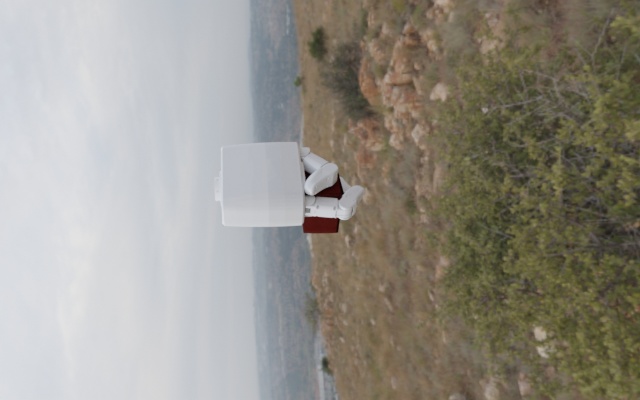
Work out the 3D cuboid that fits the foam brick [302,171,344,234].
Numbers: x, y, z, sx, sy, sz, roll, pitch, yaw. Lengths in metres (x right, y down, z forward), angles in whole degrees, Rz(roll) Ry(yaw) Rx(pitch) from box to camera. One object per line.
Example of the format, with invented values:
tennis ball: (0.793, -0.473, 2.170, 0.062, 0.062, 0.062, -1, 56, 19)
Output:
foam brick: (0.000, 0.002, 0.676, 0.051, 0.078, 0.053, -2, 42, -9)
